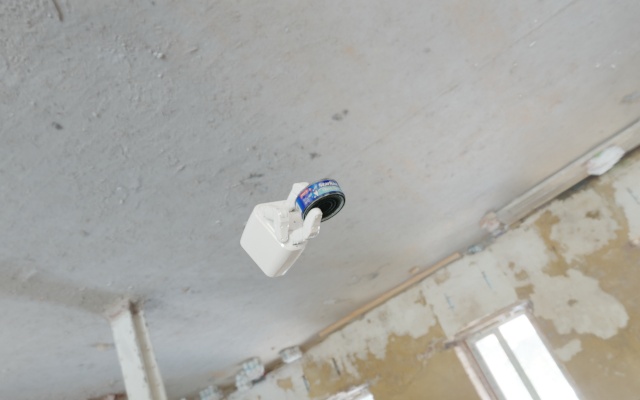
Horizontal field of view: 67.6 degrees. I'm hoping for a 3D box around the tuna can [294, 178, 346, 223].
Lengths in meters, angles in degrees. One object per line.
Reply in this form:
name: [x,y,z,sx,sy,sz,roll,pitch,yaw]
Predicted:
tuna can: [0.000,0.003,0.831,0.086,0.033,0.086,-22,-31,-14]
